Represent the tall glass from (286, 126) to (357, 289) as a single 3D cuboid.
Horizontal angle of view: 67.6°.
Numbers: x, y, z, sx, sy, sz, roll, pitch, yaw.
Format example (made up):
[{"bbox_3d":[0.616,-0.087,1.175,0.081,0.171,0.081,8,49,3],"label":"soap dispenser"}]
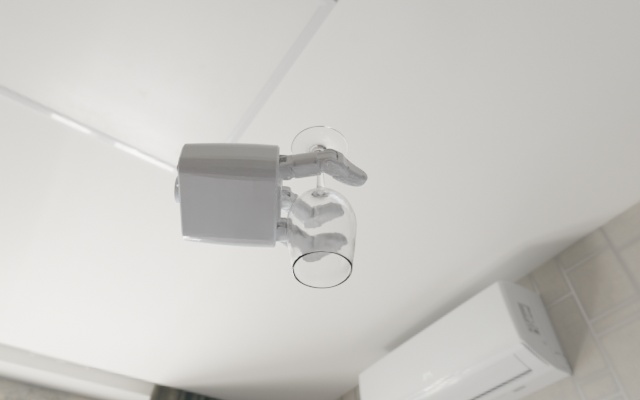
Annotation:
[{"bbox_3d":[0.000,0.001,0.552,0.079,0.079,0.200,0,44,-2],"label":"tall glass"}]
